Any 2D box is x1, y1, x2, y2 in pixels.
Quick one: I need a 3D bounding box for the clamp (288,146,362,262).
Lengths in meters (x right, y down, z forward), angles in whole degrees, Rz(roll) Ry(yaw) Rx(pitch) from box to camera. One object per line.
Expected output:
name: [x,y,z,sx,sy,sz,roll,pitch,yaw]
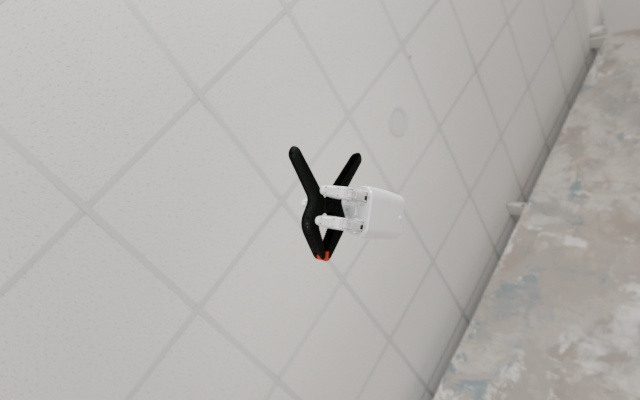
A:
clamp: [0.000,0.003,0.863,0.164,0.210,0.036,10,-3,-39]
